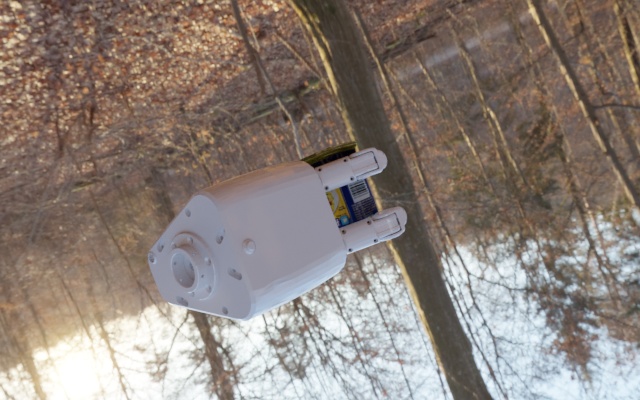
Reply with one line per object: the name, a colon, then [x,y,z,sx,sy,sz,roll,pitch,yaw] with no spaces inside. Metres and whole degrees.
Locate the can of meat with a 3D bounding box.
can of meat: [0.000,0.002,0.451,0.102,0.084,0.057,-21,0,35]
